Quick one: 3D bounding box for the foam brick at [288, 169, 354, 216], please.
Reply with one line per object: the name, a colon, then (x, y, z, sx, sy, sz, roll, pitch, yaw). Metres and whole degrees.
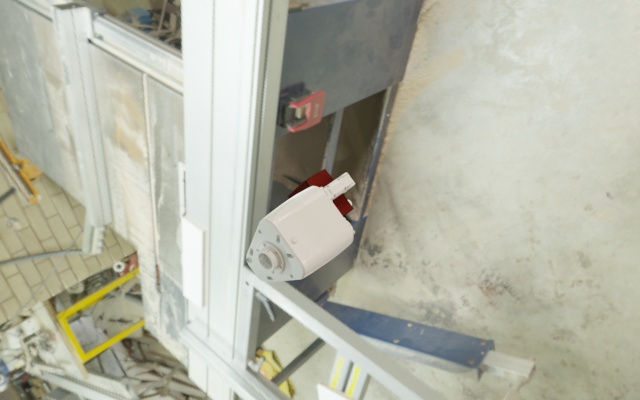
foam brick: (0.000, 0.002, 0.720, 0.051, 0.078, 0.053, -33, -5, -43)
